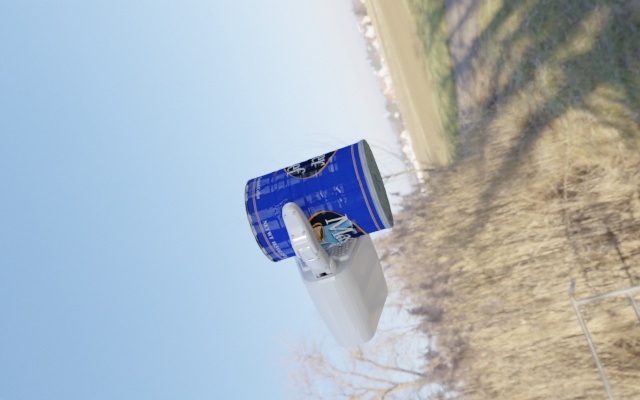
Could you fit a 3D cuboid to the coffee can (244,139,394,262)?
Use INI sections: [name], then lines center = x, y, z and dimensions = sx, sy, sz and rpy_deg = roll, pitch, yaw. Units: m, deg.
[coffee can]
center = 0.000, 0.002, 0.540
dimensions = 0.140, 0.103, 0.103
rpy_deg = -18, -4, 13
